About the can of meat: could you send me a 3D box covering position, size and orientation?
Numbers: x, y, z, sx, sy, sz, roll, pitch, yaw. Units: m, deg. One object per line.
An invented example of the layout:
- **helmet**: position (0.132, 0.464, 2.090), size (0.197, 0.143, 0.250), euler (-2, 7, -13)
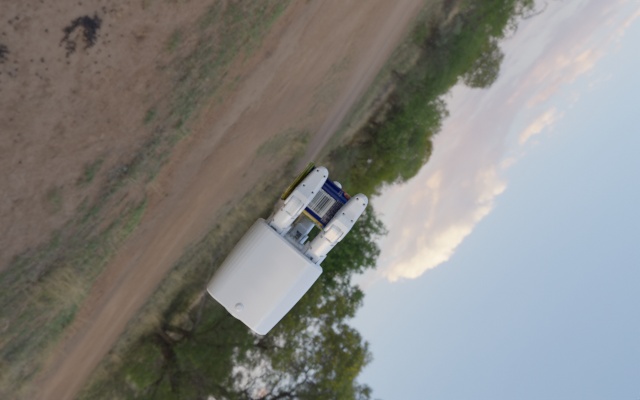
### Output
- **can of meat**: position (0.000, 0.002, 0.601), size (0.084, 0.057, 0.102), euler (40, -5, -2)
